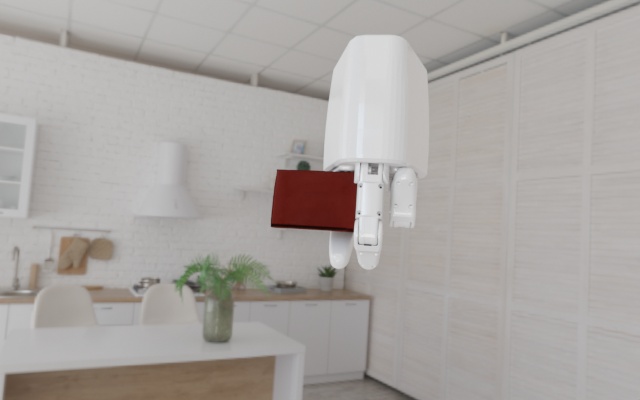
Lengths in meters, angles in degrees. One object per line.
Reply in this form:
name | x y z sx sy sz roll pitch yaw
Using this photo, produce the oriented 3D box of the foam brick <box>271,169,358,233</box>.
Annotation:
foam brick | 0.000 0.001 0.431 0.078 0.051 0.053 3 -3 8
